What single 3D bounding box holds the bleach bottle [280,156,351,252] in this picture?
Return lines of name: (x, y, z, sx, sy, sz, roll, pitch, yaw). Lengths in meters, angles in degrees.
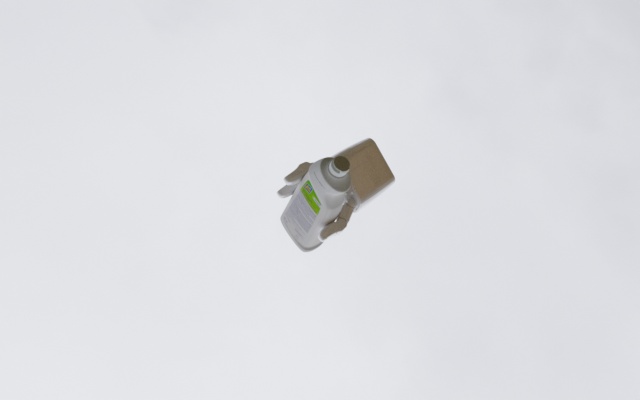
bleach bottle: (0.000, 0.003, 0.858, 0.068, 0.102, 0.251, -32, -12, -30)
